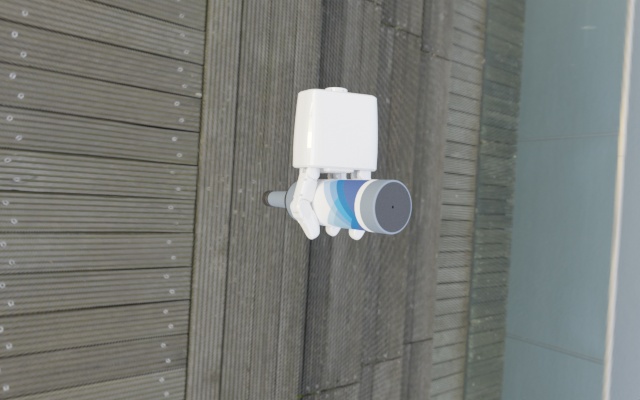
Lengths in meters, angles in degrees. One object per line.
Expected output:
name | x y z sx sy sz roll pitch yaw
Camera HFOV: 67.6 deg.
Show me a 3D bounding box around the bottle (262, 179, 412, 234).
bottle | 0.000 0.002 0.696 0.069 0.069 0.295 0 2 -37
